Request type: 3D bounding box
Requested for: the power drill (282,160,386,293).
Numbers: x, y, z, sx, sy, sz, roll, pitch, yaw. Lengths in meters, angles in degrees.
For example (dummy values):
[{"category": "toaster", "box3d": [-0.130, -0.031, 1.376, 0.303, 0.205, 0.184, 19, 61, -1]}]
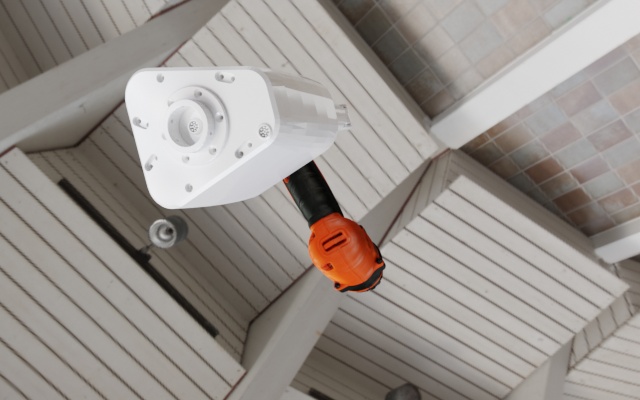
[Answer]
[{"category": "power drill", "box3d": [0.000, 0.001, 0.464, 0.057, 0.187, 0.184, -32, -20, 1]}]
